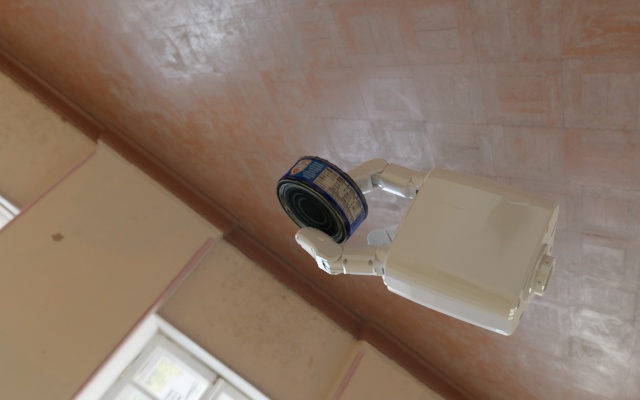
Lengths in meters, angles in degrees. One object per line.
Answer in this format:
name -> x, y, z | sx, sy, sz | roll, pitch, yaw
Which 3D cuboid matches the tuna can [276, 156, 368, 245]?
tuna can -> 0.000, 0.002, 0.448 | 0.086, 0.086, 0.033 | 0, 41, 53
